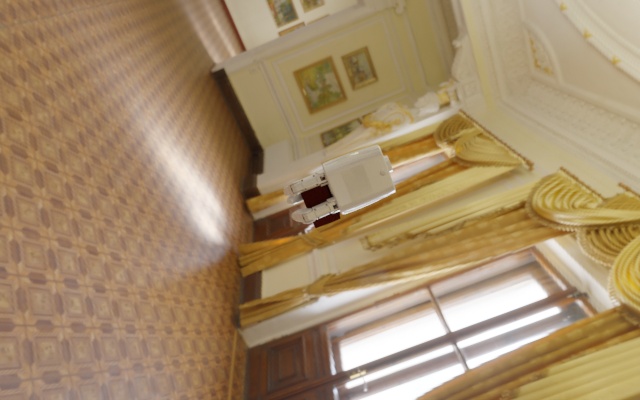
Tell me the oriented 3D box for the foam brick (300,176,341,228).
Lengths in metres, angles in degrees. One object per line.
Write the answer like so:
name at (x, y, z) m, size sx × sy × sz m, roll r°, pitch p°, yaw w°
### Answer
foam brick at (0.000, 0.003, 0.886) m, size 0.051 × 0.078 × 0.053 m, roll -21°, pitch 14°, yaw 5°
